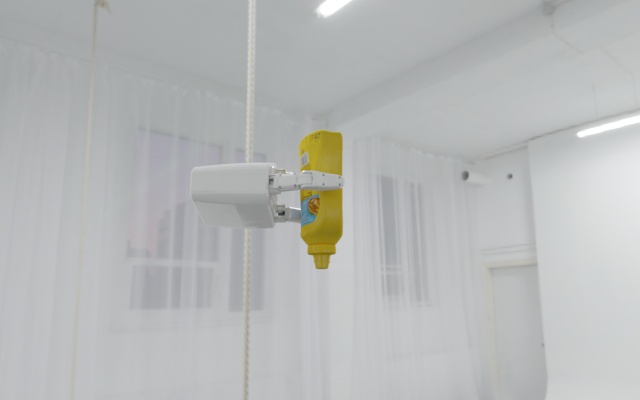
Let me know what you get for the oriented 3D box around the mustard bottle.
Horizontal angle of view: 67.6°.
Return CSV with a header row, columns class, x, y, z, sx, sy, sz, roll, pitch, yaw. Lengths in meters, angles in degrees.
class,x,y,z,sx,sy,sz,roll,pitch,yaw
mustard bottle,0.000,0.002,0.689,0.058,0.191,0.096,5,-13,-22
